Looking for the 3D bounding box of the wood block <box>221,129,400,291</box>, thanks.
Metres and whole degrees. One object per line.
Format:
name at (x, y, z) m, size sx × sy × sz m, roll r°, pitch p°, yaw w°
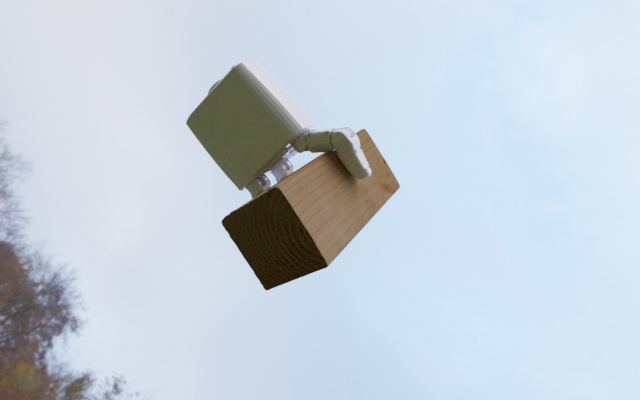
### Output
wood block at (0.000, 0.001, 0.540) m, size 0.091 × 0.090 × 0.206 m, roll -28°, pitch 7°, yaw 36°
